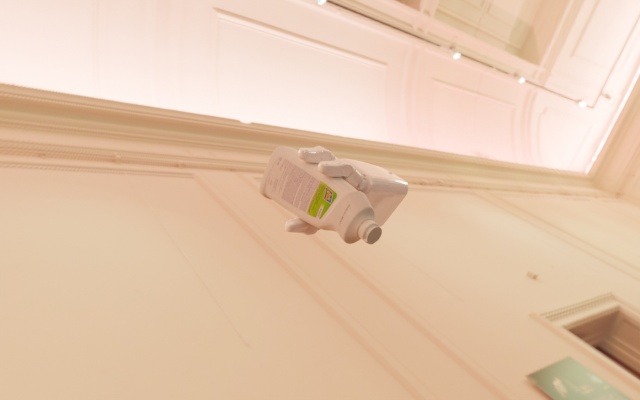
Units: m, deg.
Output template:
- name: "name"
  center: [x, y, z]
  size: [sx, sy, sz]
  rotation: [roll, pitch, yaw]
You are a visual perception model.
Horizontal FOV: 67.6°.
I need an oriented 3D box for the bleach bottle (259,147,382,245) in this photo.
- name: "bleach bottle"
  center: [0.000, 0.002, 0.760]
  size: [0.068, 0.102, 0.250]
  rotation: [6, 22, -42]
